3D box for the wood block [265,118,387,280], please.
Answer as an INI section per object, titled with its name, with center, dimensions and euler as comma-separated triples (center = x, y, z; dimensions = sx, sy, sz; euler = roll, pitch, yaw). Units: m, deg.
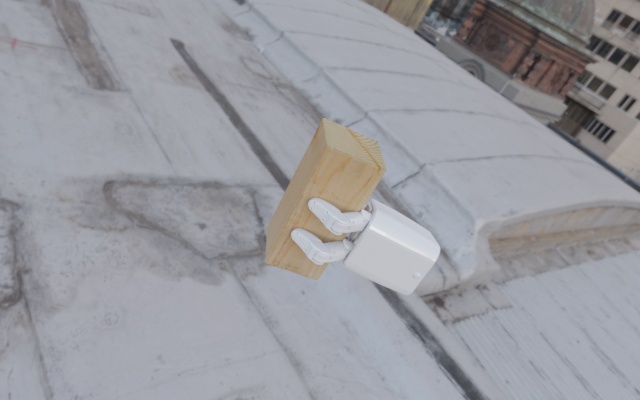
[wood block]
center = 0.001, 0.002, 0.685
dimensions = 0.090, 0.206, 0.090
euler = 21, 29, -15
